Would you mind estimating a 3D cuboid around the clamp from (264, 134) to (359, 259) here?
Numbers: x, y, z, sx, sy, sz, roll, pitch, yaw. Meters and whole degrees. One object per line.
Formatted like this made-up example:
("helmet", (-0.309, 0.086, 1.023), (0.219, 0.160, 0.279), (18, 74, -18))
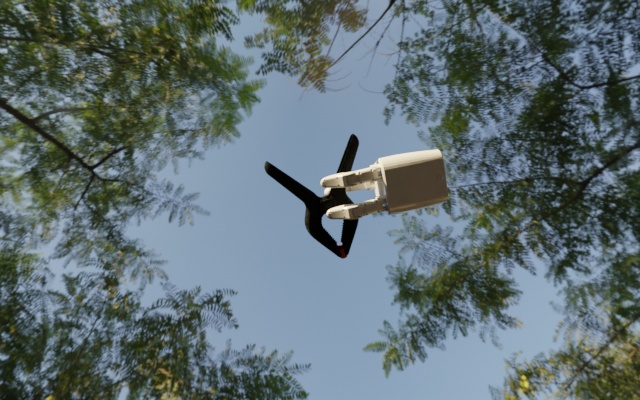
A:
("clamp", (0.000, 0.003, 0.823), (0.164, 0.210, 0.036), (-11, 13, -1))
